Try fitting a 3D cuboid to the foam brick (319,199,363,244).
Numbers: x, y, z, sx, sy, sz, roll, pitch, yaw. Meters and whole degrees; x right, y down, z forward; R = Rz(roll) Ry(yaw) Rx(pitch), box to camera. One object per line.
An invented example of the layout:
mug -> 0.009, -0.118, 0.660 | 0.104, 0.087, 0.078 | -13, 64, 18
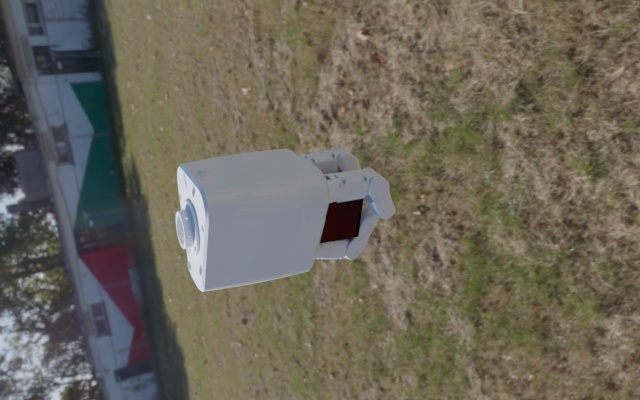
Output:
foam brick -> 0.000, 0.002, 0.481 | 0.051, 0.053, 0.078 | -7, 24, -28
